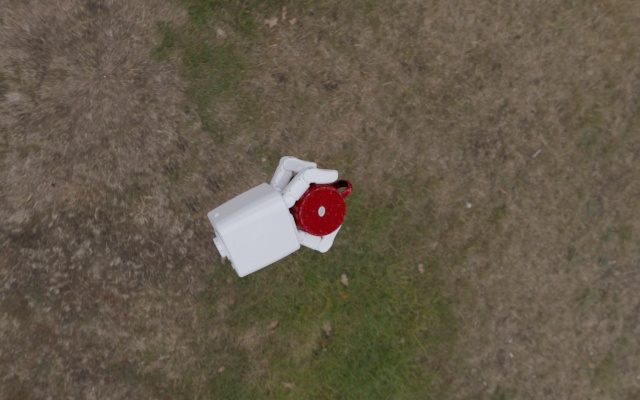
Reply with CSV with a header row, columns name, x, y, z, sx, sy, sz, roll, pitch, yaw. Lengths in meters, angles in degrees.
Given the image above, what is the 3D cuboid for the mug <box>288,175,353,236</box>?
name,x,y,z,sx,sy,sz,roll,pitch,yaw
mug,0.001,0.002,0.763,0.117,0.093,0.081,-28,23,-14
